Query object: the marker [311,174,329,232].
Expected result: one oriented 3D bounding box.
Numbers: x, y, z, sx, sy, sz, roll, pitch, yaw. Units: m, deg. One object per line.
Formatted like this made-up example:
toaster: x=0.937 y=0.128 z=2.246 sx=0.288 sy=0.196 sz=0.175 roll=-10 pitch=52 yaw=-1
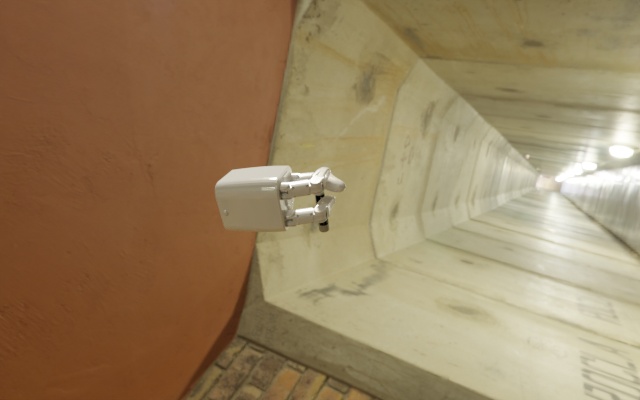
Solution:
marker: x=0.000 y=0.003 z=0.825 sx=0.020 sy=0.121 sz=0.020 roll=-5 pitch=35 yaw=4
